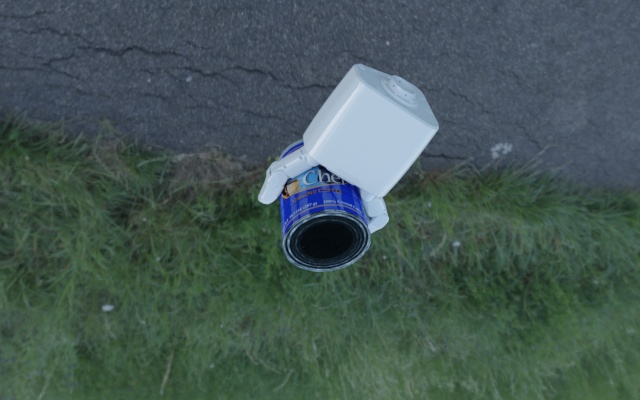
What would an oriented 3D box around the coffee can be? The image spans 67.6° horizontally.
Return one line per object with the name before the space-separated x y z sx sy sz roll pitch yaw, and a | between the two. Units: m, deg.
coffee can | 0.000 0.002 0.595 0.103 0.103 0.140 0 43 -9
